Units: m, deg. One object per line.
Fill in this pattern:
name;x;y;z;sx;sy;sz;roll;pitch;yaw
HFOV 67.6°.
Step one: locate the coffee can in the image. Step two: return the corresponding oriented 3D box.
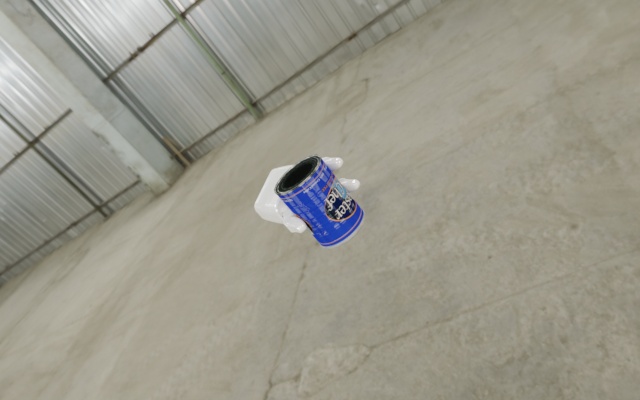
coffee can;0.000;0.003;0.855;0.103;0.140;0.102;-32;24;17
